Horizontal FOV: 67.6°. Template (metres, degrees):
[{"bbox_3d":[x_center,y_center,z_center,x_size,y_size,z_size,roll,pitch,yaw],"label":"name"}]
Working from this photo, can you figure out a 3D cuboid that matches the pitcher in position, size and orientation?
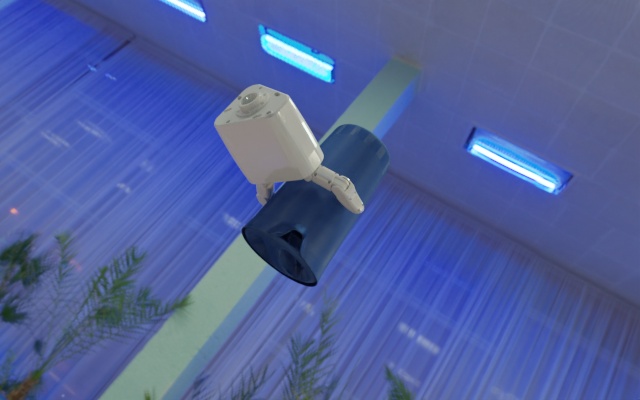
[{"bbox_3d":[0.000,0.002,0.735,0.149,0.242,0.145,14,-33,41],"label":"pitcher"}]
